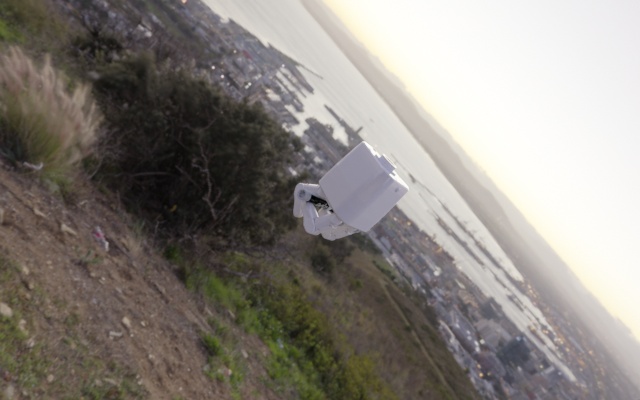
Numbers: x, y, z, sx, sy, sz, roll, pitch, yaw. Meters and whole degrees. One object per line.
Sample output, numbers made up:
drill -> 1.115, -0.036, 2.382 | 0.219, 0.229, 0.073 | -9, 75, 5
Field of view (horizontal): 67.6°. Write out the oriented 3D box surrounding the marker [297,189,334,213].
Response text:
marker -> 0.000, 0.003, 0.834 | 0.020, 0.020, 0.121 | 0, -13, 32
